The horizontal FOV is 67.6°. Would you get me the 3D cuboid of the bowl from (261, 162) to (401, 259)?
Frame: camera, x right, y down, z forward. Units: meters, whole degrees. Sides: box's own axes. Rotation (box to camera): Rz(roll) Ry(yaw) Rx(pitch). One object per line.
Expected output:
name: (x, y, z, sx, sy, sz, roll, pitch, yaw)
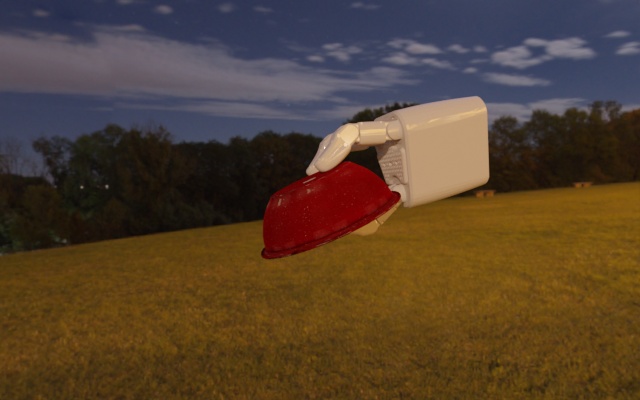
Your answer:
bowl: (-0.001, 0.002, 0.505, 0.162, 0.055, 0.162, -24, 8, 3)
